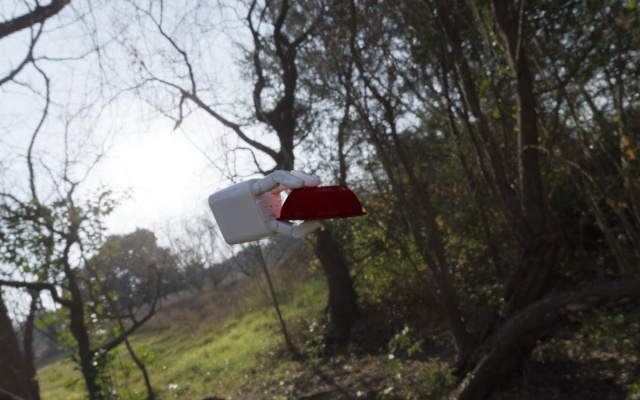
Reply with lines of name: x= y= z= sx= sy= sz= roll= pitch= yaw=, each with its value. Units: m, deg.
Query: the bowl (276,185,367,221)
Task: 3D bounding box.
bowl: x=0.001 y=0.002 z=0.840 sx=0.162 sy=0.055 sz=0.162 roll=-3 pitch=1 yaw=0
